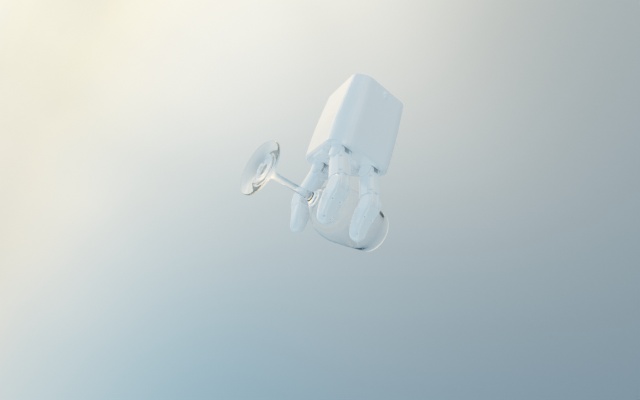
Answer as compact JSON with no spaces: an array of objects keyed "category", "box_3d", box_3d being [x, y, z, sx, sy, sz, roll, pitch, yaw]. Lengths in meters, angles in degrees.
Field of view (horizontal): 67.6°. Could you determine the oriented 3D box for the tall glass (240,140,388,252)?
[{"category":"tall glass","box_3d":[0.000,0.002,0.617,0.201,0.079,0.079,30,-18,-33]}]
